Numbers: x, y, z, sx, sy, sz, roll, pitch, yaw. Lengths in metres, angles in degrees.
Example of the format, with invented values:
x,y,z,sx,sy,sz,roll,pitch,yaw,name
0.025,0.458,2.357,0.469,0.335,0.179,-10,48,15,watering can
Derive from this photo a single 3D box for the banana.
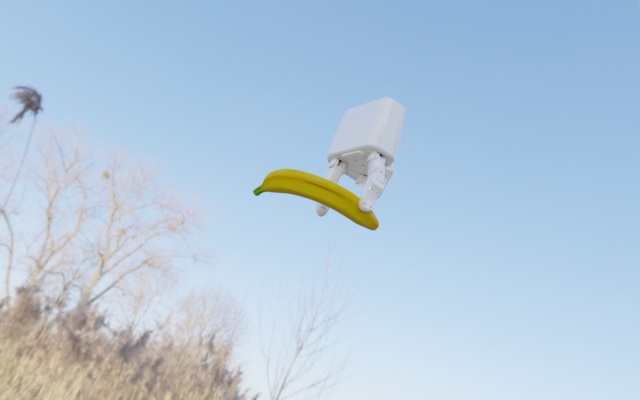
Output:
x,y,z,sx,sy,sz,roll,pitch,yaw,name
-0.001,-0.007,0.703,0.198,0.037,0.070,18,-27,1,banana
